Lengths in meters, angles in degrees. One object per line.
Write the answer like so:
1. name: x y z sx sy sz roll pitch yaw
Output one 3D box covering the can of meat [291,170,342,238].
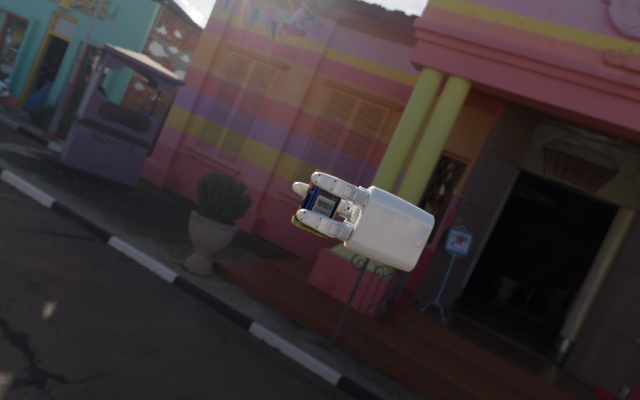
1. can of meat: 0.000 0.002 0.711 0.057 0.084 0.102 24 3 -3
